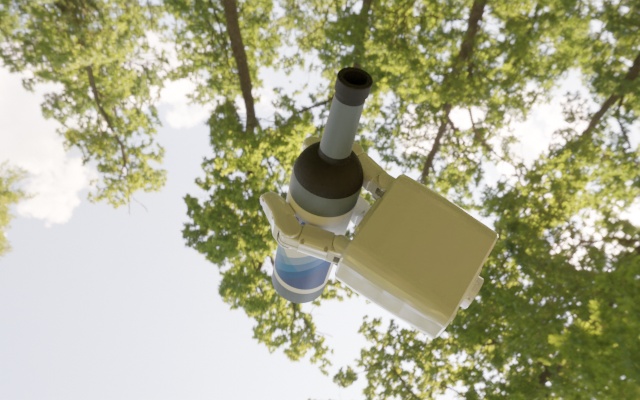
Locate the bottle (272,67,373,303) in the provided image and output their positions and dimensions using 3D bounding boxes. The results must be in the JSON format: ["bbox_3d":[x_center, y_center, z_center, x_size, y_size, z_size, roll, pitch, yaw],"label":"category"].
[{"bbox_3d":[0.000,0.002,0.467,0.069,0.069,0.296,0,-39,-13],"label":"bottle"}]
